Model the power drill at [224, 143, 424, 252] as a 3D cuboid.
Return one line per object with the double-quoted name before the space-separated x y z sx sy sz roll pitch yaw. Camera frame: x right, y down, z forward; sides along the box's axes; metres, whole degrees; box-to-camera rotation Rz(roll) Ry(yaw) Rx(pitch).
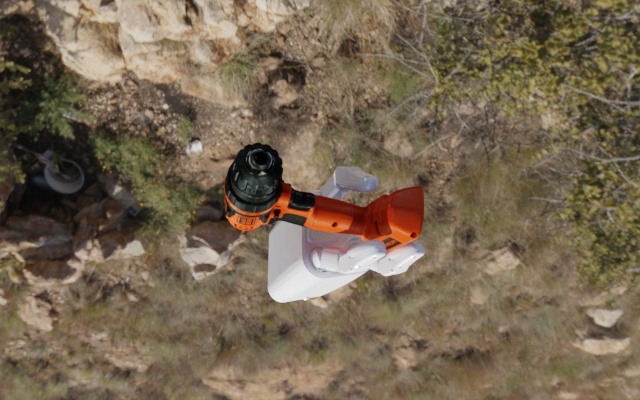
"power drill" 0.000 0.002 0.465 0.187 0.057 0.184 11 -15 -10
